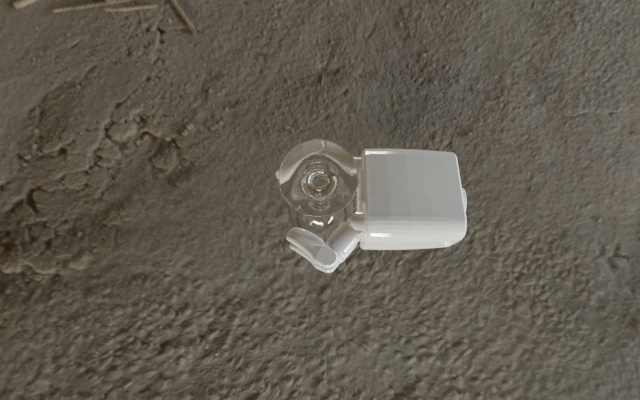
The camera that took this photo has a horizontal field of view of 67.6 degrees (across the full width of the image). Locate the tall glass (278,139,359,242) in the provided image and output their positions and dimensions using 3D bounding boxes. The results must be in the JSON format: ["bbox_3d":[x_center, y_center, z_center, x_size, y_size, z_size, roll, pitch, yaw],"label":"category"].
[{"bbox_3d":[0.000,0.002,0.532,0.079,0.079,0.201,0,-13,1],"label":"tall glass"}]
